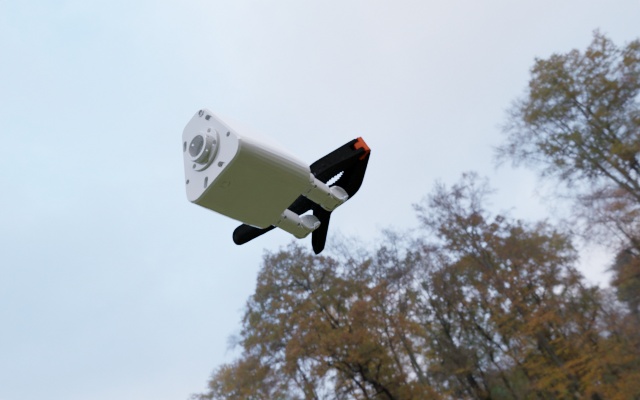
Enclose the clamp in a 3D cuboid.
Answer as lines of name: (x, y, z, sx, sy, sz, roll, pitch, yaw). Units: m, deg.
clamp: (0.000, 0.001, 0.654, 0.210, 0.036, 0.164, -45, -36, 19)
